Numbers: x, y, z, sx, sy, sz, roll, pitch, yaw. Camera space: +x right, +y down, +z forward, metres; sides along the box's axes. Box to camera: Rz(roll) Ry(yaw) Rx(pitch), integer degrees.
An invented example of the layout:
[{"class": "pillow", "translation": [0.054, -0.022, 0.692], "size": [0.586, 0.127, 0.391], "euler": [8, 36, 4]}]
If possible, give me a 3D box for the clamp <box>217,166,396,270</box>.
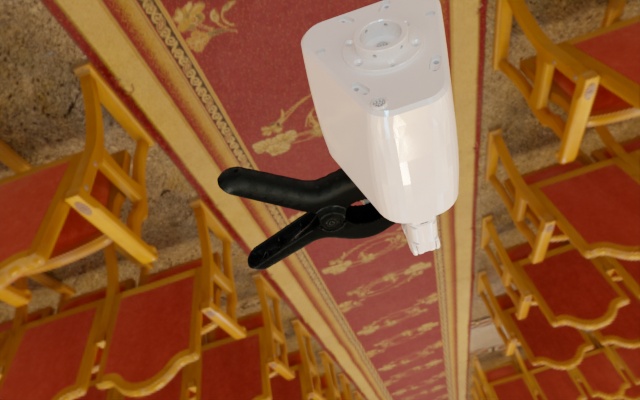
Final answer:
[{"class": "clamp", "translation": [0.000, 0.002, 0.406], "size": [0.171, 0.039, 0.120], "euler": [-18, -38, 4]}]
